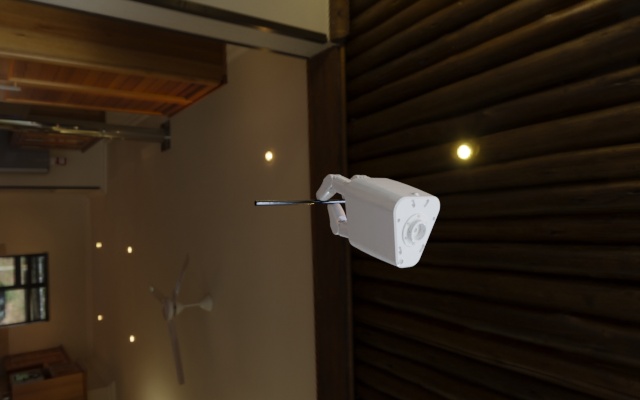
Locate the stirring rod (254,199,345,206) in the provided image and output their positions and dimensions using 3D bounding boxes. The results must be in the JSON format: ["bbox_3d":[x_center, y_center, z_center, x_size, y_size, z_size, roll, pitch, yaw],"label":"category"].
[{"bbox_3d":[0.000,0.003,0.785,0.239,0.011,0.011,-1,0,-36],"label":"stirring rod"}]
